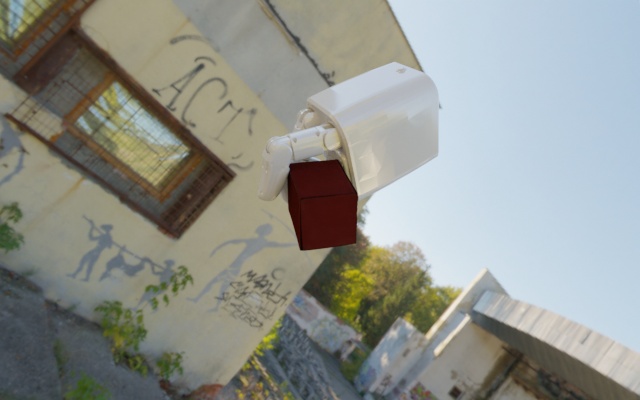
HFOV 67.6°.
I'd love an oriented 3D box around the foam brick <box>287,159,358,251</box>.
[{"bbox_3d":[0.000,0.002,0.435,0.051,0.053,0.078,-5,29,-10],"label":"foam brick"}]
